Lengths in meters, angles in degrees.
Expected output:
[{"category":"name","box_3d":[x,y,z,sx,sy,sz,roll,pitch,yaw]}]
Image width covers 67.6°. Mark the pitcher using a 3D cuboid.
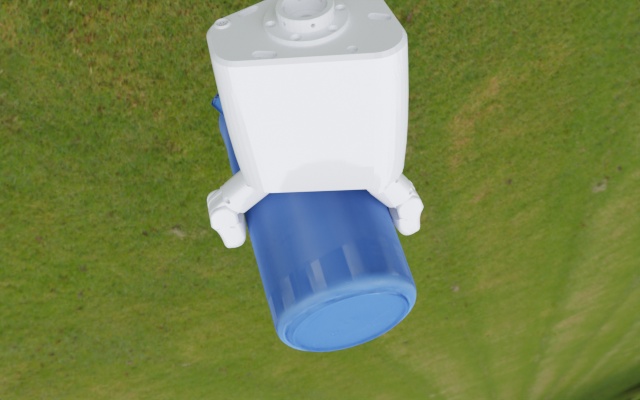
[{"category":"pitcher","box_3d":[0.000,0.001,0.426,0.149,0.242,0.145,-14,-37,-6]}]
